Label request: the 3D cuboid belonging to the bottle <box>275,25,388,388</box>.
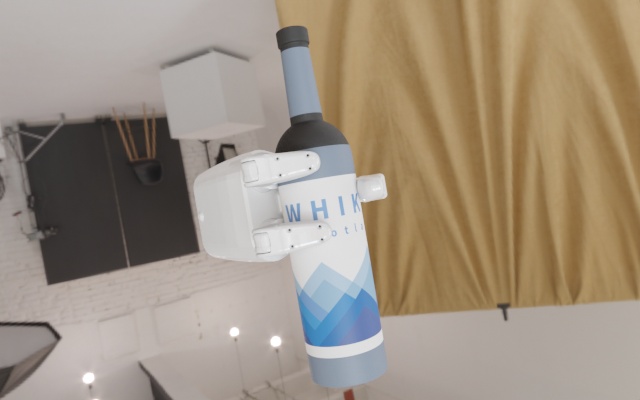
[{"bbox_3d":[0.000,0.002,0.407,0.069,0.295,0.069,-10,1,0],"label":"bottle"}]
